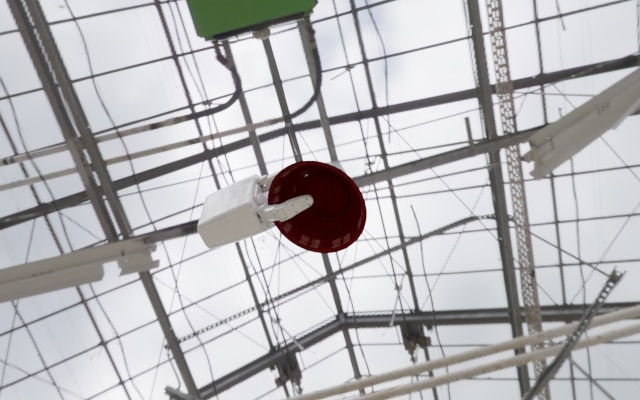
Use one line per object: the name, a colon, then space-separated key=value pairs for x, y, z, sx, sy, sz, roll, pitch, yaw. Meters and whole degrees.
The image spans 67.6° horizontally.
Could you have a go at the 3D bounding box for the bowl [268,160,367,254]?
bowl: x=0.002 y=0.002 z=0.762 sx=0.162 sy=0.162 sz=0.055 roll=0 pitch=26 yaw=19
